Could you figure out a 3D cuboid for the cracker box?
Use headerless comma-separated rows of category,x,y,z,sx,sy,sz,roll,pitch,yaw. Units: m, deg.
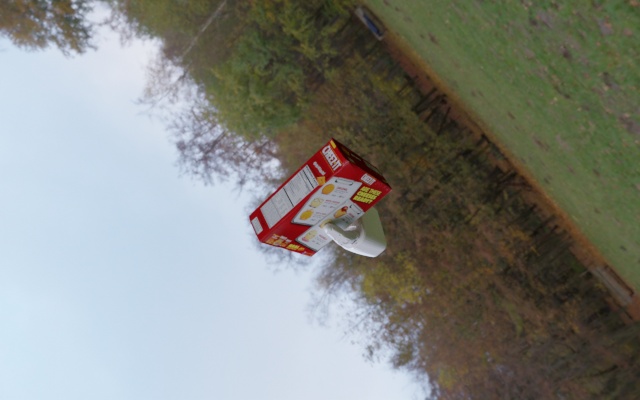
cracker box,0.000,0.003,0.870,0.214,0.072,0.164,-42,-34,16
